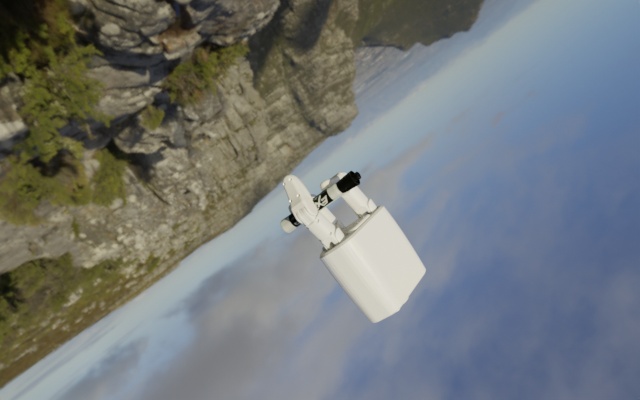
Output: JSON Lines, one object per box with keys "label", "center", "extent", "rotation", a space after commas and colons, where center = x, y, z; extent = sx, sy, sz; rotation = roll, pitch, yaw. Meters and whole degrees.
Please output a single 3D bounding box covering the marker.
{"label": "marker", "center": [0.000, 0.002, 0.569], "extent": [0.121, 0.020, 0.020], "rotation": [-35, -18, 28]}
